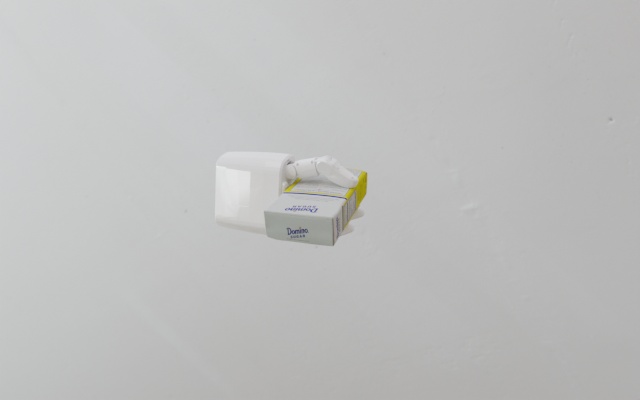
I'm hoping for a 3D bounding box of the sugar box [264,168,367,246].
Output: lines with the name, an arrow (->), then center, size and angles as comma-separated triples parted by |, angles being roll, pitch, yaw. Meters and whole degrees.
sugar box -> 0.000, 0.003, 0.657 | 0.093, 0.048, 0.176 | 6, 26, 18
